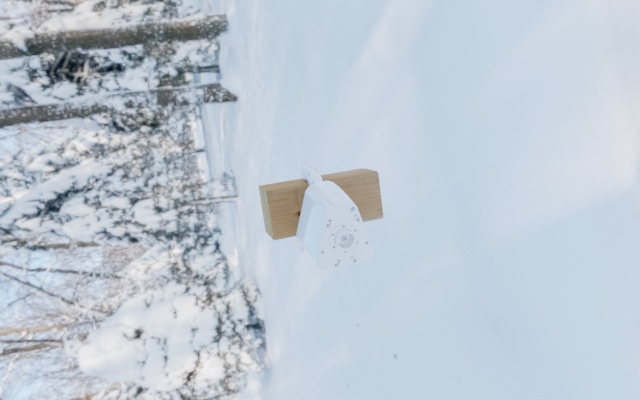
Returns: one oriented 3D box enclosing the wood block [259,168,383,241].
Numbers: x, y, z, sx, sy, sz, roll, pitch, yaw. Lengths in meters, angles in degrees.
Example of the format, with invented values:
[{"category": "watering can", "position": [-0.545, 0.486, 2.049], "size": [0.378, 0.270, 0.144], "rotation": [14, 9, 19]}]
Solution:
[{"category": "wood block", "position": [0.000, 0.003, 0.879], "size": [0.206, 0.091, 0.090], "rotation": [-10, 11, -15]}]
